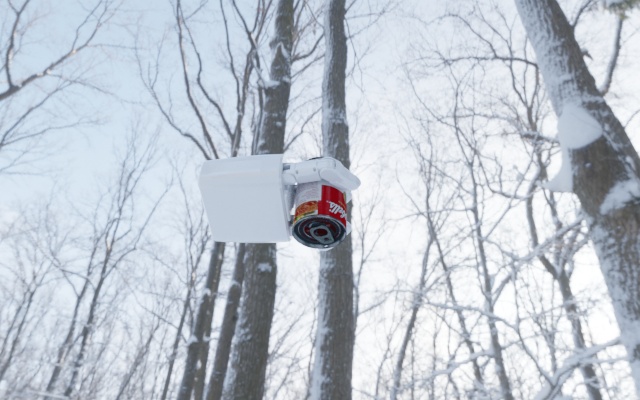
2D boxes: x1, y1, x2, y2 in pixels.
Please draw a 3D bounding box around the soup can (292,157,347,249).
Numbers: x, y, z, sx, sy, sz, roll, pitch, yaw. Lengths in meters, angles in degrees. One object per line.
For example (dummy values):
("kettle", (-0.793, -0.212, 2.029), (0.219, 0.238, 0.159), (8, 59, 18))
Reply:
("soup can", (0.001, 0.002, 0.617), (0.068, 0.102, 0.069), (2, -40, 1))
